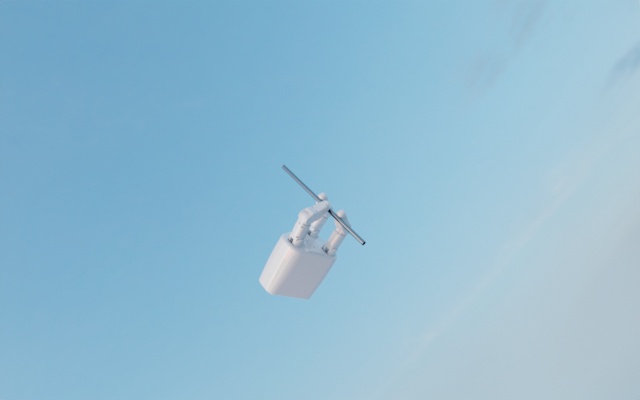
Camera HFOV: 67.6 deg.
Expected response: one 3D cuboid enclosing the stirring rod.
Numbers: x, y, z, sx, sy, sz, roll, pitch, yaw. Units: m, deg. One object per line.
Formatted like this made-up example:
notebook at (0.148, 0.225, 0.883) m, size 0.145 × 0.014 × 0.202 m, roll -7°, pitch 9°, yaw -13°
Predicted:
stirring rod at (0.000, 0.003, 0.863) m, size 0.011 × 0.011 × 0.239 m, roll 0°, pitch 35°, yaw -48°
